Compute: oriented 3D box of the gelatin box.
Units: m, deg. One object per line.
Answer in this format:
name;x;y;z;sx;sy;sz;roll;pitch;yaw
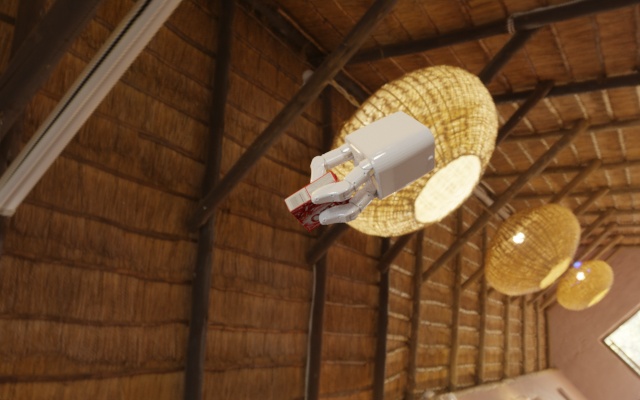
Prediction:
gelatin box;0.000;0.002;0.747;0.089;0.030;0.073;-32;-36;6
